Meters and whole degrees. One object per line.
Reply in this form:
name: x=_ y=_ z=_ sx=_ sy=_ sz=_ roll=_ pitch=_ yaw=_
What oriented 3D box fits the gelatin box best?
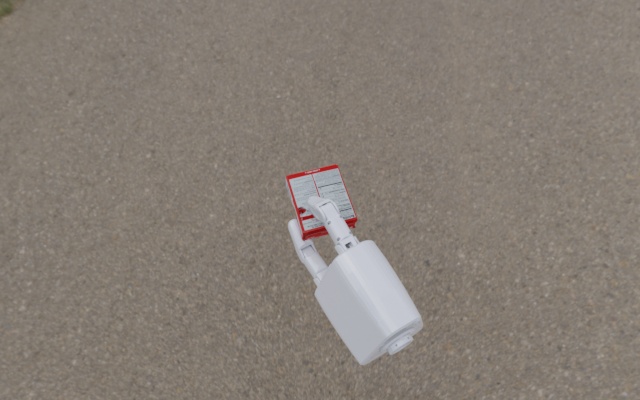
gelatin box: x=0.000 y=0.002 z=0.629 sx=0.073 sy=0.089 sz=0.030 roll=-14 pitch=-25 yaw=-10
